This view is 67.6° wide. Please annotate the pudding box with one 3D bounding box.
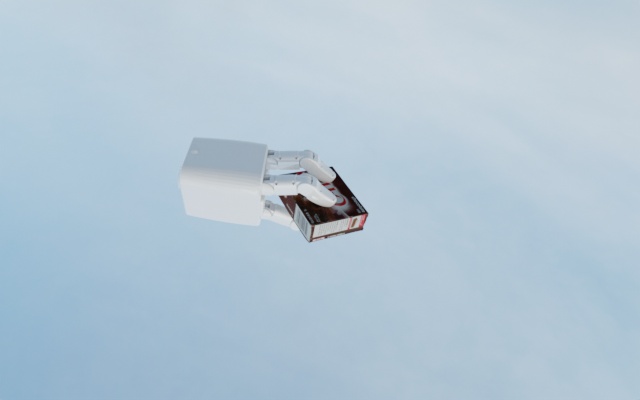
[{"bbox_3d":[0.000,0.002,0.672,0.090,0.039,0.113,-12,48,-26],"label":"pudding box"}]
